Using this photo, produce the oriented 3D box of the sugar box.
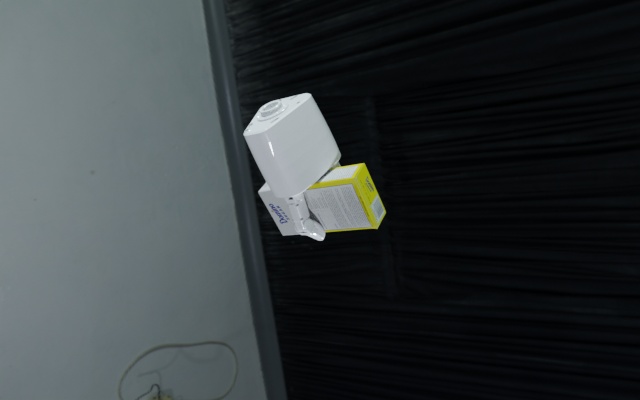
[{"bbox_3d":[0.000,0.002,0.723,0.176,0.093,0.048,-4,35,36],"label":"sugar box"}]
